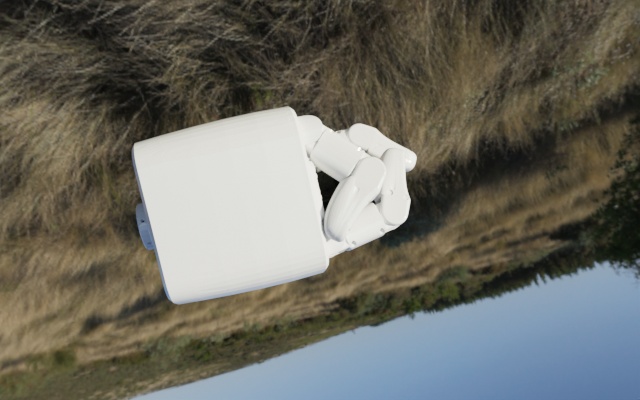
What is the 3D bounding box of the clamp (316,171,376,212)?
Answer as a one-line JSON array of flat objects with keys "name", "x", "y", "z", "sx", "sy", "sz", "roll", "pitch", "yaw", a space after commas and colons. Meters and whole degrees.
[{"name": "clamp", "x": 0.000, "y": 0.002, "z": 0.429, "sx": 0.120, "sy": 0.039, "sz": 0.171, "roll": -14, "pitch": -13, "yaw": -9}]
